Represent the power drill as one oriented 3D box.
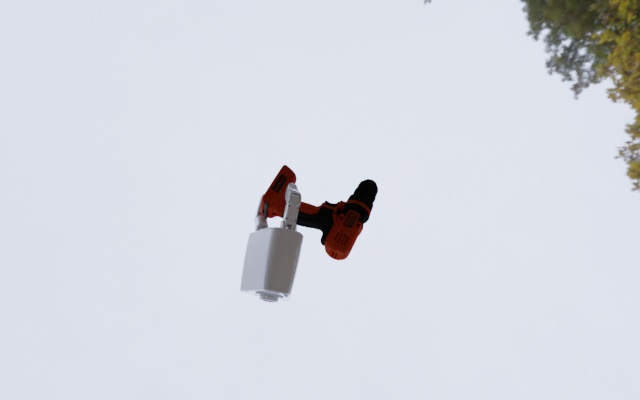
[{"bbox_3d":[0.000,0.003,0.880,0.187,0.184,0.057,22,-38,10],"label":"power drill"}]
